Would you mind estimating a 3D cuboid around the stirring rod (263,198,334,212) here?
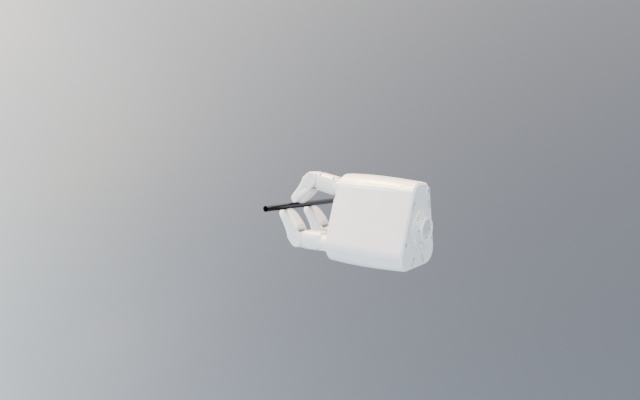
[{"bbox_3d":[0.000,0.002,0.712,0.011,0.011,0.239,0,4,36],"label":"stirring rod"}]
